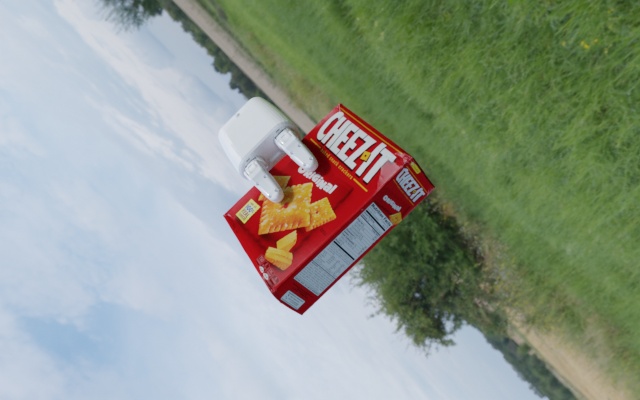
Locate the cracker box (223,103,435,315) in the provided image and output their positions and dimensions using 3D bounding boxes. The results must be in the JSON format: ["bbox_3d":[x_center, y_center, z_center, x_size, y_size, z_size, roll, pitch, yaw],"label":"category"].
[{"bbox_3d":[0.000,0.002,0.577,0.072,0.214,0.164,44,3,-43],"label":"cracker box"}]
